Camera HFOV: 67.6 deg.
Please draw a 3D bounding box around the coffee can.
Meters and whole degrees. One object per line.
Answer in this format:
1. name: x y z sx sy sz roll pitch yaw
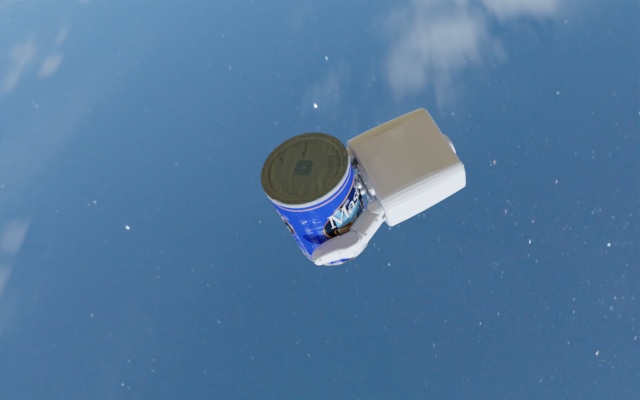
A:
1. coffee can: 0.000 0.002 0.582 0.103 0.102 0.140 0 -34 19
